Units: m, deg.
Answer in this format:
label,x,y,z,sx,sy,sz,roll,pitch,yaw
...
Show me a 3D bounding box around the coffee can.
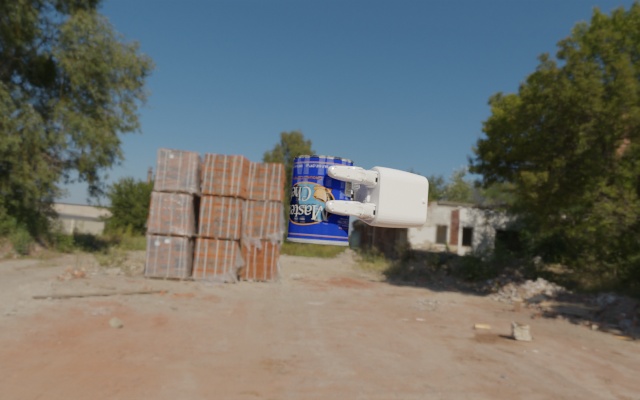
label,x,y,z,sx,sy,sz,roll,pitch,yaw
coffee can,0.000,0.003,0.795,0.103,0.140,0.103,4,-4,0
